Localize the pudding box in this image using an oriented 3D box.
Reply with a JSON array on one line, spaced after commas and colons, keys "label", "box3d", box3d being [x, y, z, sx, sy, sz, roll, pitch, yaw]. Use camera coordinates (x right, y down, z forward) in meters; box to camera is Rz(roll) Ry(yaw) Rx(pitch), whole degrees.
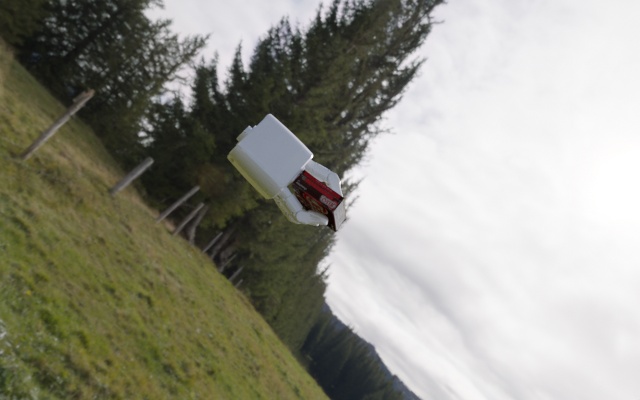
[{"label": "pudding box", "box3d": [0.000, 0.003, 0.847, 0.090, 0.039, 0.113, 37, -12, 17]}]
